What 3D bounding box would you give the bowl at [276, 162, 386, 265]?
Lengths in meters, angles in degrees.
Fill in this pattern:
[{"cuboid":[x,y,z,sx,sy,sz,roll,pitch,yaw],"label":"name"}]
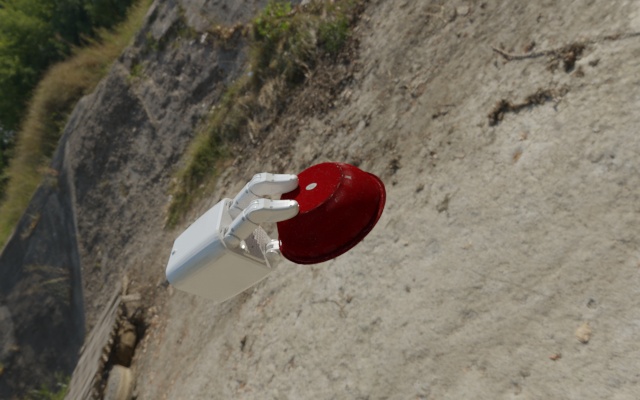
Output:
[{"cuboid":[0.001,0.001,0.610,0.162,0.162,0.055,0,-43,42],"label":"bowl"}]
